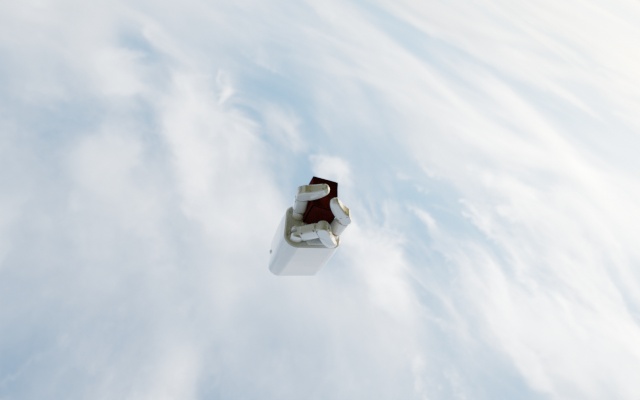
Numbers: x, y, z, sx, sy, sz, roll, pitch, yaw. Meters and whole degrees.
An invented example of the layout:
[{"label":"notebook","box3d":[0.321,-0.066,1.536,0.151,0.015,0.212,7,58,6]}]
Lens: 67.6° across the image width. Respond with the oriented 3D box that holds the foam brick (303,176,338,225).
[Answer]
[{"label":"foam brick","box3d":[0.000,0.003,0.889,0.053,0.078,0.051,16,-46,-14]}]
